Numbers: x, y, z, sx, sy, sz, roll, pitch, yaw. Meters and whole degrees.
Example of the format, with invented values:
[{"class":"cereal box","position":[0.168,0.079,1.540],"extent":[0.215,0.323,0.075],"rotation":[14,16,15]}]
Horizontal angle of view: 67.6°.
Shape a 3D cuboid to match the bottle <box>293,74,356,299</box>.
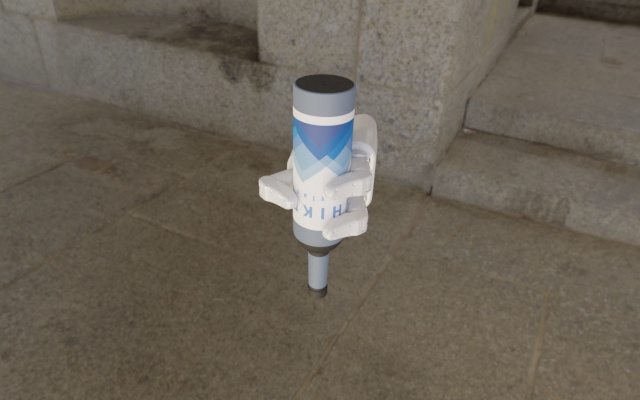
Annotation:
[{"class":"bottle","position":[0.000,0.002,0.579],"extent":[0.069,0.296,0.069],"rotation":[1,32,-1]}]
